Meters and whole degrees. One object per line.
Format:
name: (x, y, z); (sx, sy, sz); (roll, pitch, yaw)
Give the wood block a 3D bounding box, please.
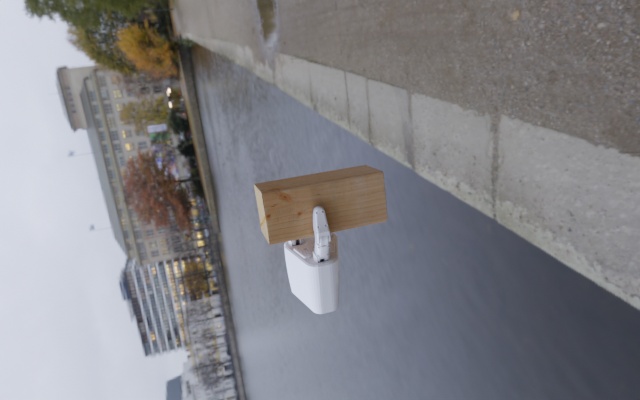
wood block: (0.000, 0.003, 0.818); (0.206, 0.090, 0.091); (-11, 15, -13)
